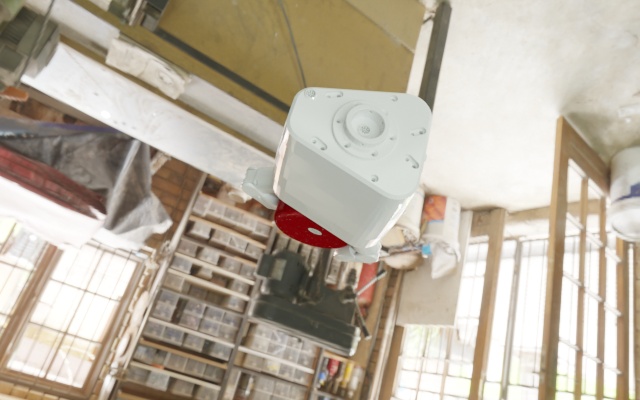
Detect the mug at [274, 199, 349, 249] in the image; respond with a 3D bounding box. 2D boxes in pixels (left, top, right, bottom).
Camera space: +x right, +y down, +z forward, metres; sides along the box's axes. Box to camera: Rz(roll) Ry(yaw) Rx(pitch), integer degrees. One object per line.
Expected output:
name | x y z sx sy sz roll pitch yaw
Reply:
mug | 0.000 0.002 0.497 0.093 0.081 0.117 17 -25 -2
